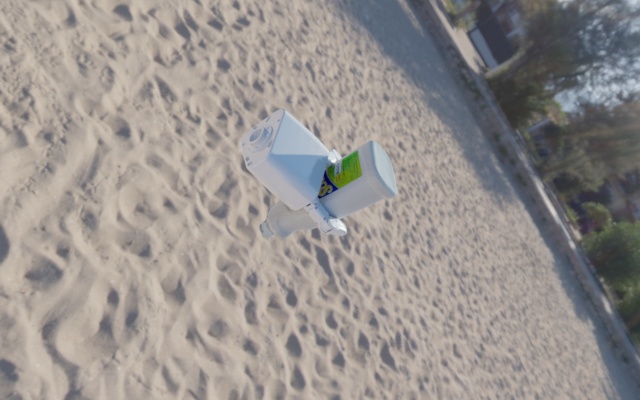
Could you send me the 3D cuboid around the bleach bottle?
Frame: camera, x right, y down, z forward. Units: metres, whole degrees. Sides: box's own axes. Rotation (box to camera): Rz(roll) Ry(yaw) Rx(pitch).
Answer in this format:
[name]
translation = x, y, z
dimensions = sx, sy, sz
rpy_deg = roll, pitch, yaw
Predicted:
[bleach bottle]
translation = 0.000, 0.003, 0.786
dimensions = 0.251, 0.102, 0.068
rpy_deg = -30, -52, 25
